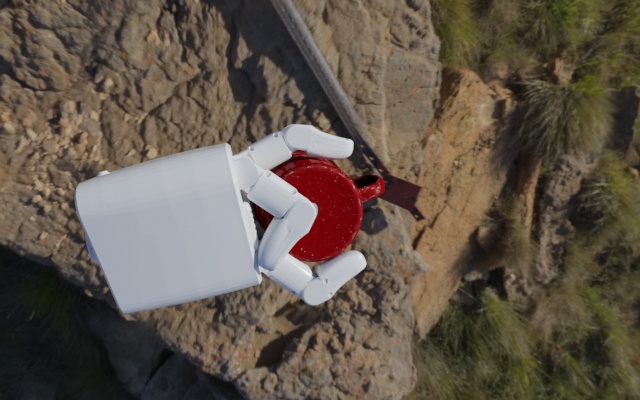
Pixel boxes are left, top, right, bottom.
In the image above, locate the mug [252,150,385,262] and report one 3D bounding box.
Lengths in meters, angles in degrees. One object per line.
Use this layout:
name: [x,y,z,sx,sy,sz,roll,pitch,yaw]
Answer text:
mug: [0.002,0.001,0.415,0.117,0.093,0.081,-14,12,-8]
